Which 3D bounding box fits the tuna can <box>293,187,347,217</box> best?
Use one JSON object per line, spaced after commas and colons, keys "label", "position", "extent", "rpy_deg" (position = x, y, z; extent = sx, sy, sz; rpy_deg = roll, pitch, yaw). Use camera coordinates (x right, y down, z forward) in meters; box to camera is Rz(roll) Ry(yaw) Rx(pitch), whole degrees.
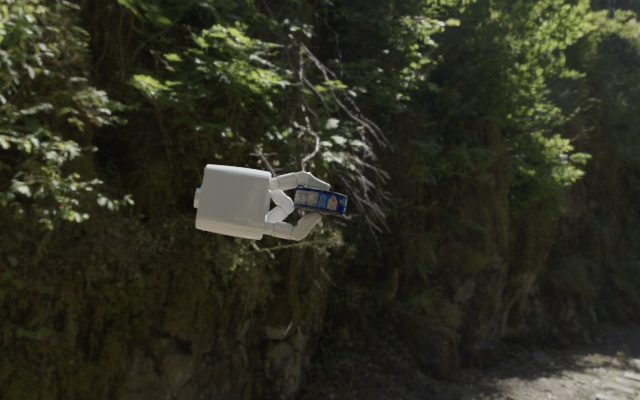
{"label": "tuna can", "position": [0.000, 0.002, 0.777], "extent": [0.086, 0.034, 0.086], "rpy_deg": [11, -4, 1]}
